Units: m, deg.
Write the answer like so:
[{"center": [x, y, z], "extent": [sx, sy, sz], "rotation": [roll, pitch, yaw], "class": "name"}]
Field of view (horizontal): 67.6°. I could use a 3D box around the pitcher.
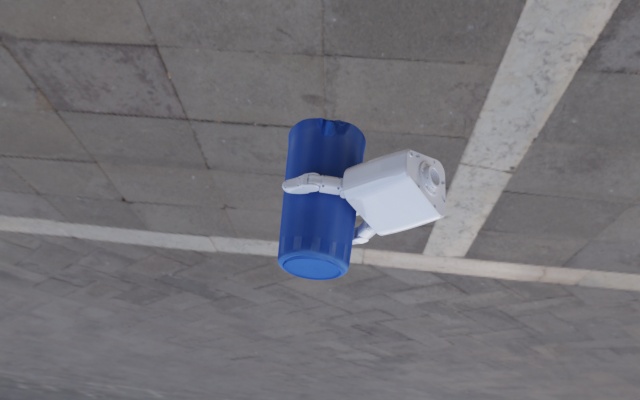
[{"center": [0.000, 0.002, 0.774], "extent": [0.145, 0.242, 0.149], "rotation": [-17, -36, 37], "class": "pitcher"}]
